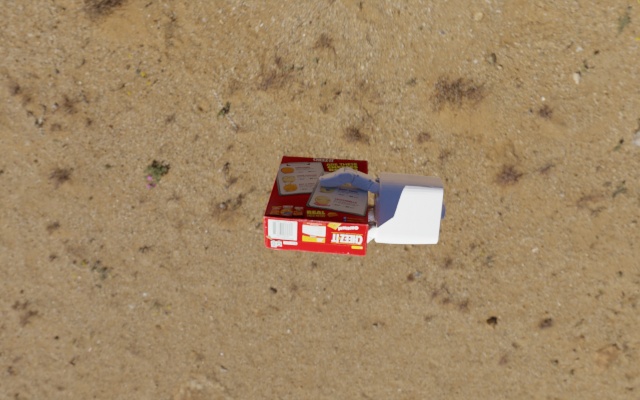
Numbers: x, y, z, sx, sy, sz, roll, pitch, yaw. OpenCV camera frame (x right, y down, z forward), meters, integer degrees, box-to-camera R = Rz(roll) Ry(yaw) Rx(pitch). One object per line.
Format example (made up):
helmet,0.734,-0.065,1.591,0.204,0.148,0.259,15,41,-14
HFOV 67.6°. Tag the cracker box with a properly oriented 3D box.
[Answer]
cracker box,0.000,0.003,0.827,0.164,0.072,0.213,4,32,3
